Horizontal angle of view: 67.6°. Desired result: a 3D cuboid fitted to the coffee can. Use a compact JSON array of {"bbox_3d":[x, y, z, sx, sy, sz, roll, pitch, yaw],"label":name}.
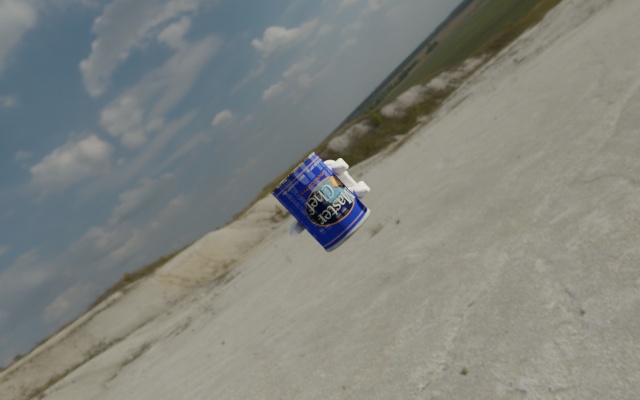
[{"bbox_3d":[0.000,0.003,0.808,0.103,0.140,0.103,-43,5,4],"label":"coffee can"}]
